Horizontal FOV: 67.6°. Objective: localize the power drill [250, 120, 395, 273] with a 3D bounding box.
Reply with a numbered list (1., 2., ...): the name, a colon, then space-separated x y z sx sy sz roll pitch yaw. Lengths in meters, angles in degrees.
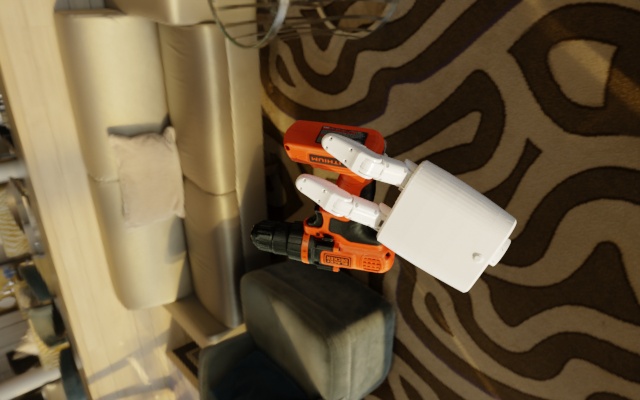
1. power drill: 0.000 0.002 0.556 0.184 0.188 0.057 7 41 9
